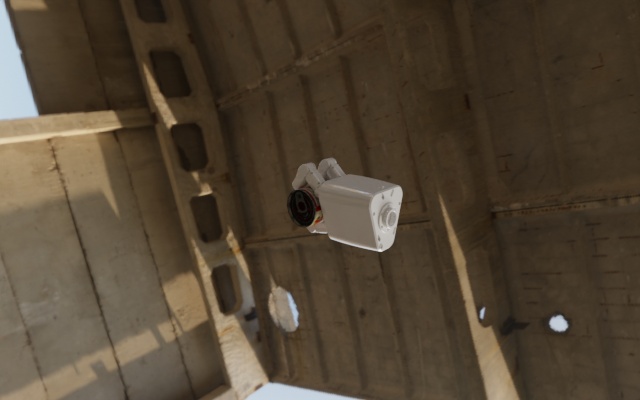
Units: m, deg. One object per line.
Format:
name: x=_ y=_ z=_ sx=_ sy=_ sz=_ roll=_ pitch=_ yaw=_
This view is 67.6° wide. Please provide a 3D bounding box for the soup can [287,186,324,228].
soup can: x=0.000 y=0.003 z=0.853 sx=0.068 sy=0.068 sz=0.102 roll=0 pitch=13 yaw=44
